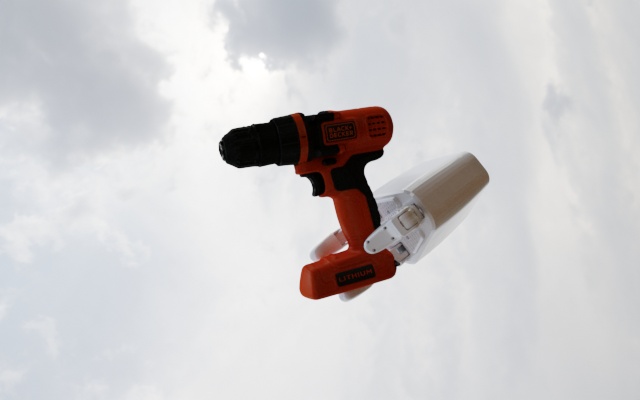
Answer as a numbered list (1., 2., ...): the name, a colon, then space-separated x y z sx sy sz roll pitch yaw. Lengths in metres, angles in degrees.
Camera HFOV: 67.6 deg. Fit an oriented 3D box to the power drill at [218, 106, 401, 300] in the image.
1. power drill: 0.000 0.002 0.493 0.184 0.187 0.057 -12 7 -17
